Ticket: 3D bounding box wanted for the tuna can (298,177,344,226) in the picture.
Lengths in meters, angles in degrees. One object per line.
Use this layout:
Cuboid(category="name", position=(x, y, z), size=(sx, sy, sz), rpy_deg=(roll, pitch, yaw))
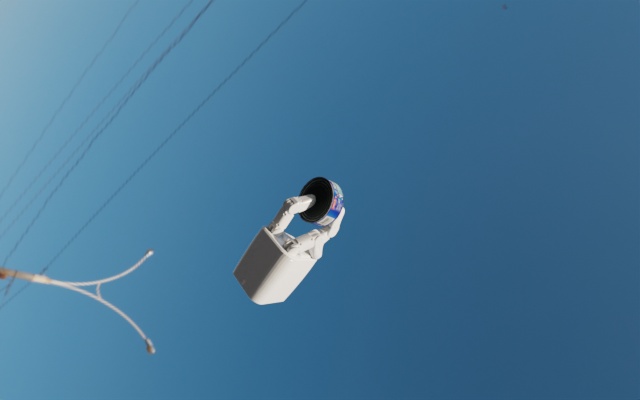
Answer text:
Cuboid(category="tuna can", position=(0.001, 0.003, 0.860), size=(0.086, 0.086, 0.034), rpy_deg=(0, -16, 43))
